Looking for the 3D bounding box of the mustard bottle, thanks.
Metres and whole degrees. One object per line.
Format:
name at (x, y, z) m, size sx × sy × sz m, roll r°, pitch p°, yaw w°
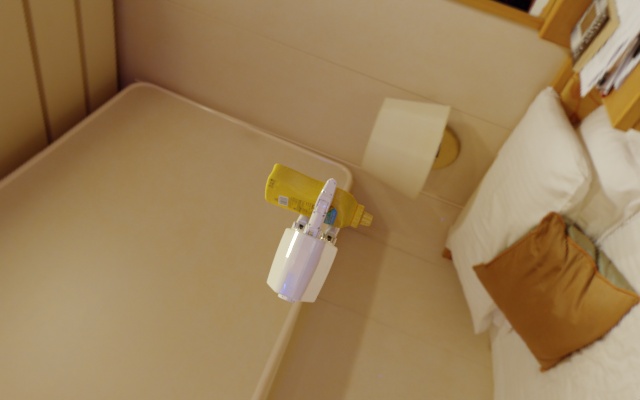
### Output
mustard bottle at (0.000, 0.002, 0.839) m, size 0.191 × 0.058 × 0.096 m, roll 22°, pitch -30°, yaw 3°
